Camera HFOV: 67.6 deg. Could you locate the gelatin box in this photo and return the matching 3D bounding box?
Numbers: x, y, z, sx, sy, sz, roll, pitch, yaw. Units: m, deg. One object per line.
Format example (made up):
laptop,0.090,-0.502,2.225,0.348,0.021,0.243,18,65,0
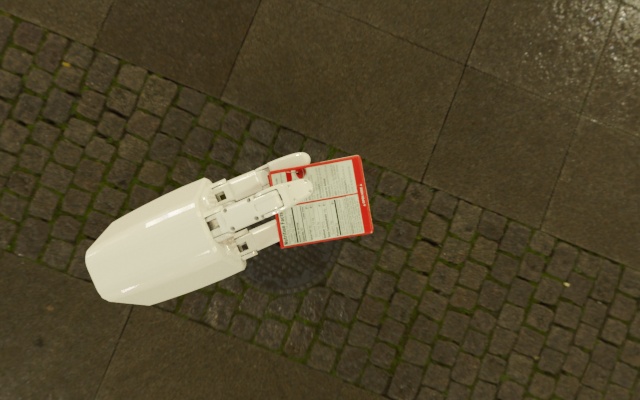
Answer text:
gelatin box,0.000,0.001,0.450,0.089,0.073,0.030,-10,1,5
